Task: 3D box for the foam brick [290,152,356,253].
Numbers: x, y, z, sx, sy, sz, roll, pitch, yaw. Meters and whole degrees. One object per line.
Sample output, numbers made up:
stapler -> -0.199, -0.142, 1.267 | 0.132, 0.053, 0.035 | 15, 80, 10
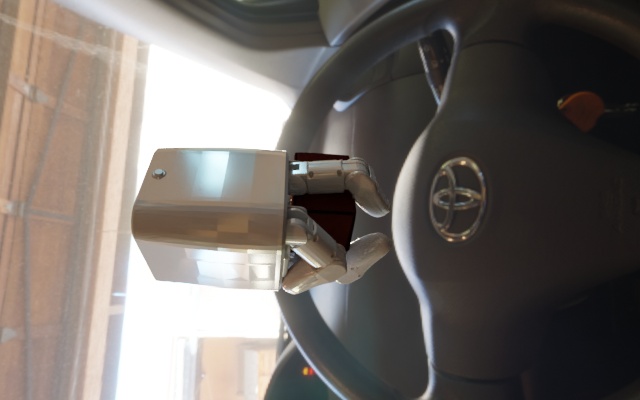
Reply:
foam brick -> 0.000, 0.001, 0.419 | 0.051, 0.053, 0.078 | 3, 42, -5
